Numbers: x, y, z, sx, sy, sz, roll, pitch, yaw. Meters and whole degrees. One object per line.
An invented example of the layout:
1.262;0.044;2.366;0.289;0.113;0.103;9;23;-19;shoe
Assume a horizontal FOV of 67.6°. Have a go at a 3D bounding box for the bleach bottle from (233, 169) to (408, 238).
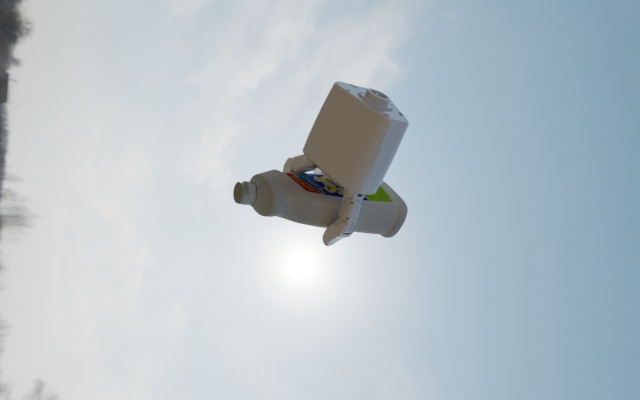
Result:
0.000;0.002;0.674;0.251;0.068;0.102;4;33;-36;bleach bottle
